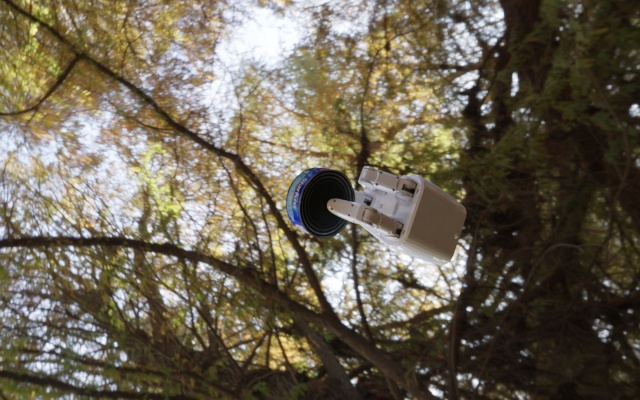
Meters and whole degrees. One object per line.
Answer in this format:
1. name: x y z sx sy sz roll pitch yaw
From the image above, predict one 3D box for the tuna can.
1. tuna can: 0.000 0.002 0.592 0.086 0.086 0.033 0 10 -38
